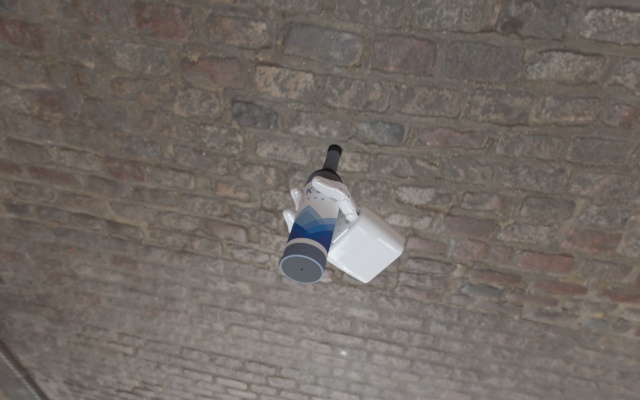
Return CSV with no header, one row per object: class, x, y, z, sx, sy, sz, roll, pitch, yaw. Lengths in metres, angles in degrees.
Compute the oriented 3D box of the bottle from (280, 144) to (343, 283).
bottle,0.000,0.003,0.810,0.069,0.069,0.295,0,43,15
